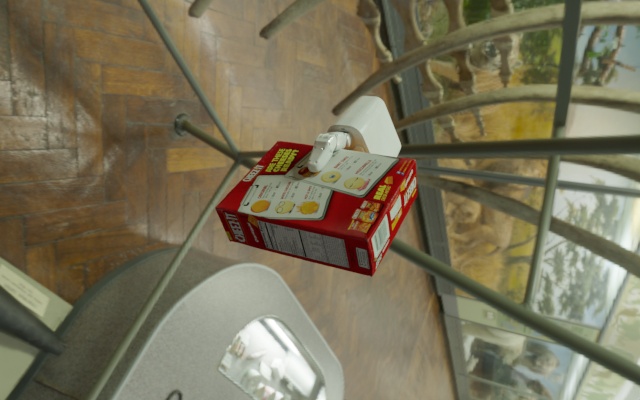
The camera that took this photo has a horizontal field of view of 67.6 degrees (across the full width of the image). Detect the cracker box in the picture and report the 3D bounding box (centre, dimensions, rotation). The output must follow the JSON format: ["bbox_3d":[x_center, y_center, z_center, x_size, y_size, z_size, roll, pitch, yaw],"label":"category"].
[{"bbox_3d":[0.000,0.002,0.629,0.213,0.072,0.164,10,43,27],"label":"cracker box"}]
